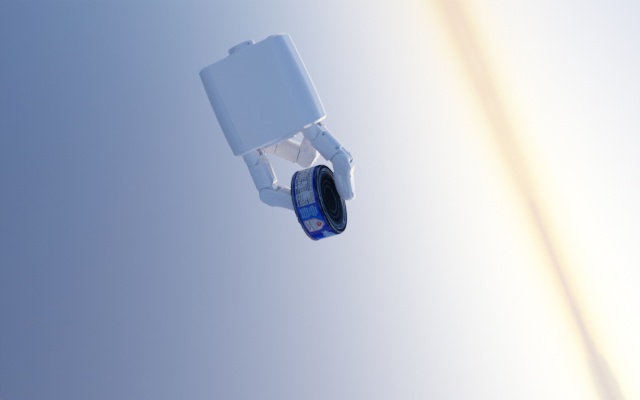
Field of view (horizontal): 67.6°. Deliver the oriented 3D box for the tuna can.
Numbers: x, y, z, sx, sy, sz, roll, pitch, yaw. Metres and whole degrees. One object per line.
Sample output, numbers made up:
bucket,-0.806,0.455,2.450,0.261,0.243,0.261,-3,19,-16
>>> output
tuna can,0.001,0.002,0.557,0.034,0.086,0.086,-16,-6,21
